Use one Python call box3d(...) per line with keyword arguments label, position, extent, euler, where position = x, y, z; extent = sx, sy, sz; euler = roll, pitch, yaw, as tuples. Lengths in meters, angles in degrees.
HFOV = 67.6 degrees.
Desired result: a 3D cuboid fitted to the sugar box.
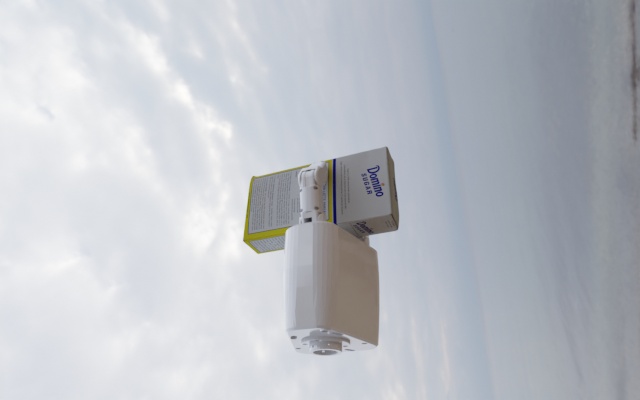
box3d(label="sugar box", position=(0.000, 0.002, 0.556), extent=(0.176, 0.093, 0.048), euler=(-9, -33, 17))
